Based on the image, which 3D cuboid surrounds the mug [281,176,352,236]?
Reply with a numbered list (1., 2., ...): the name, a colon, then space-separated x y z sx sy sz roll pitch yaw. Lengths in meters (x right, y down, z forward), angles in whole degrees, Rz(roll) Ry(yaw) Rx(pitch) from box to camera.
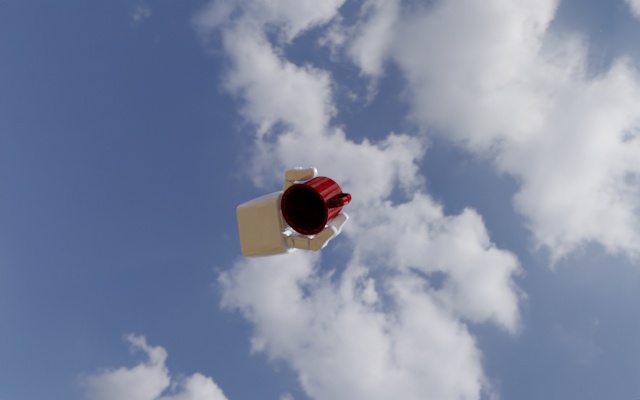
1. mug: 0.001 0.002 0.838 0.117 0.093 0.081 -11 11 31
